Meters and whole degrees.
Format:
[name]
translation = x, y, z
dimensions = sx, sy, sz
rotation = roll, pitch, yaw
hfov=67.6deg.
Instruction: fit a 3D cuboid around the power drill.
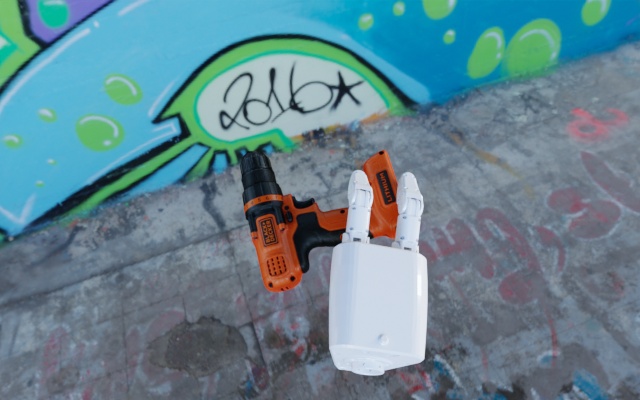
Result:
[power drill]
translation = 0.001, 0.002, 0.582
dimensions = 0.187, 0.184, 0.057
rotation = -17, -20, 3
